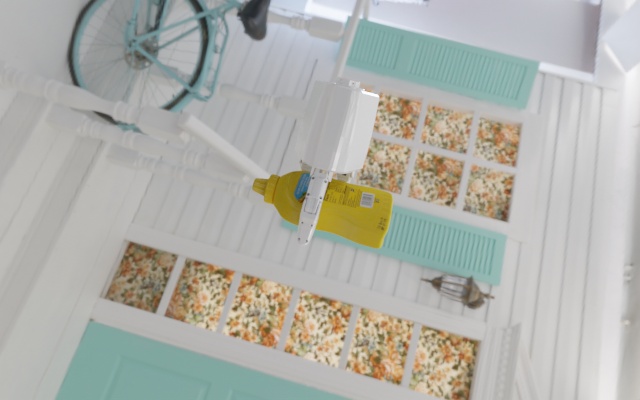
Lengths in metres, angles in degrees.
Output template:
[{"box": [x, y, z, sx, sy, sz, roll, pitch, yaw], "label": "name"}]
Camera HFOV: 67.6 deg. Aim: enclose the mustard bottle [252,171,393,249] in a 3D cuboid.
[{"box": [0.000, 0.003, 0.657, 0.191, 0.058, 0.096, 16, 39, 3], "label": "mustard bottle"}]
